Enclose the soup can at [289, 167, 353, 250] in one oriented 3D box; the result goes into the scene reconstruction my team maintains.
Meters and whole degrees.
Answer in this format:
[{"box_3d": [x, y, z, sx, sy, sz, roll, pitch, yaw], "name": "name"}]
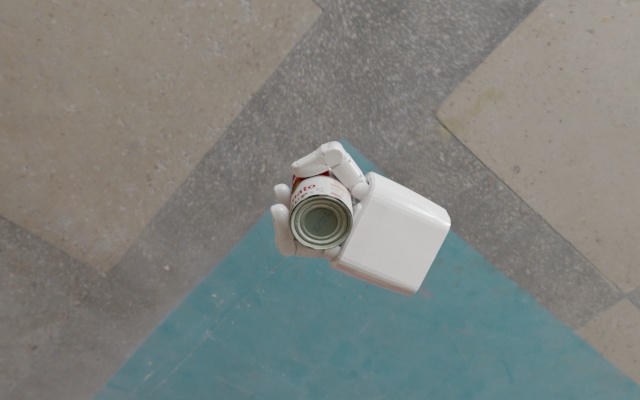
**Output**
[{"box_3d": [0.000, 0.002, 0.536, 0.068, 0.068, 0.102, 0, 27, -1], "name": "soup can"}]
